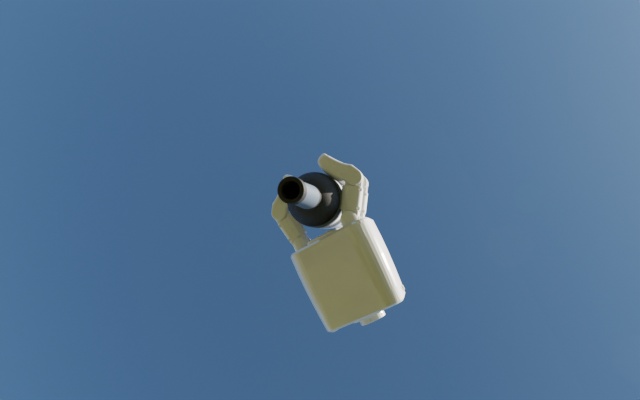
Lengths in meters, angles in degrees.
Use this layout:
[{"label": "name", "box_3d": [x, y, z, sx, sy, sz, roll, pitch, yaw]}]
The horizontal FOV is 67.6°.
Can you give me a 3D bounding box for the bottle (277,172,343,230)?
[{"label": "bottle", "box_3d": [0.000, 0.002, 0.607, 0.069, 0.069, 0.296, 0, -5, 11]}]
